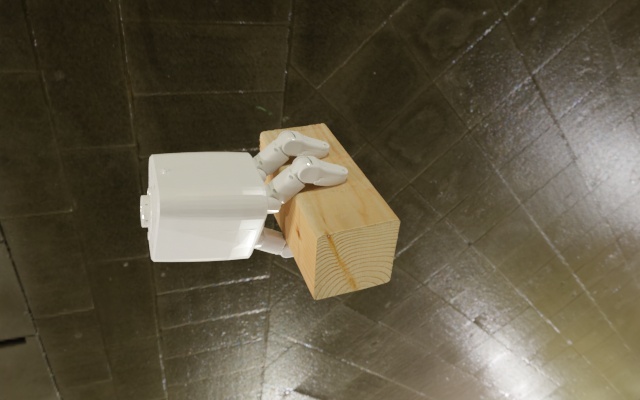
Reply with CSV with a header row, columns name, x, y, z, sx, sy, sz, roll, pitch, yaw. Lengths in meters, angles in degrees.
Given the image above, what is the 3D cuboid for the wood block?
name,x,y,z,sx,sy,sz,roll,pitch,yaw
wood block,0.000,0.002,0.554,0.090,0.091,0.206,-11,40,-18
